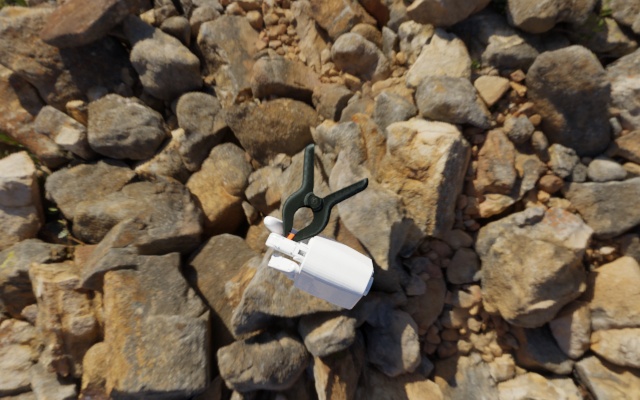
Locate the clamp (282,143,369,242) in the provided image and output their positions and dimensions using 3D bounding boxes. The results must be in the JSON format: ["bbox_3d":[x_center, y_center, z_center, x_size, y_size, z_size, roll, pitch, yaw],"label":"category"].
[{"bbox_3d":[0.000,0.003,0.786,0.120,0.171,0.039,24,-7,7],"label":"clamp"}]
